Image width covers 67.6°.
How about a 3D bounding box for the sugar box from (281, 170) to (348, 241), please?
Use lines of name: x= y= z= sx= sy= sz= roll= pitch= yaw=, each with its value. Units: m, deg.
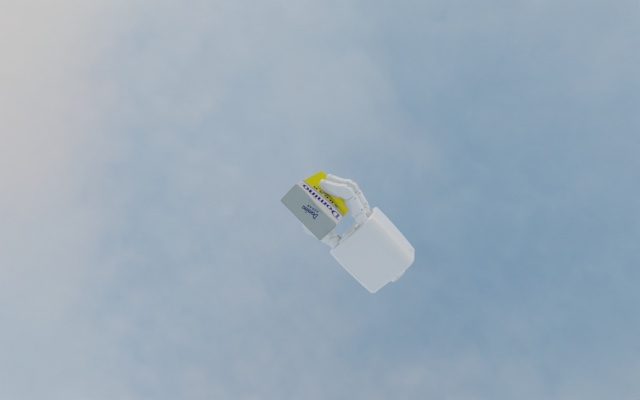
sugar box: x=0.001 y=0.002 z=0.825 sx=0.048 sy=0.093 sz=0.176 roll=-45 pitch=-1 yaw=14
